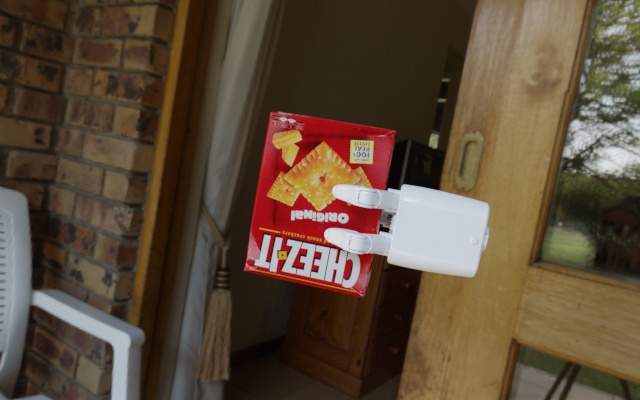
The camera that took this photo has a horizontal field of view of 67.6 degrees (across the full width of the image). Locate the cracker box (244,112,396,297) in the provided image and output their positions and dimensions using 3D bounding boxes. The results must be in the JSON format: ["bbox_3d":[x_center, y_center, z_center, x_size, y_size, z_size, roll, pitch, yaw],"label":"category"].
[{"bbox_3d":[0.000,0.002,0.627,0.164,0.214,0.072,11,4,9],"label":"cracker box"}]
